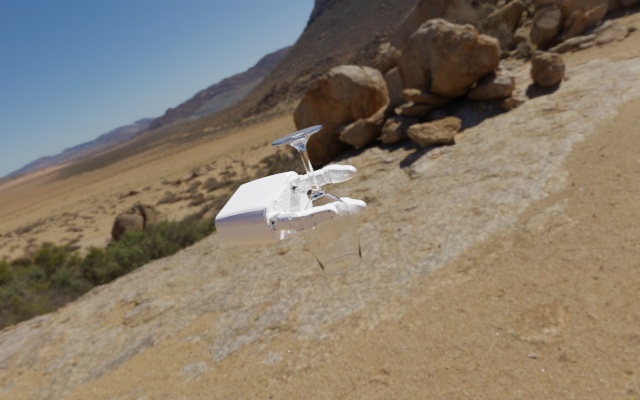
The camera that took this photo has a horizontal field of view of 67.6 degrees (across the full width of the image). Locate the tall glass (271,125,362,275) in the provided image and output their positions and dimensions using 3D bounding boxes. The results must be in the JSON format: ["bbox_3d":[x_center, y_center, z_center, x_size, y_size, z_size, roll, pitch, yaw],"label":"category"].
[{"bbox_3d":[0.000,0.002,0.669,0.079,0.201,0.079,-18,15,5],"label":"tall glass"}]
